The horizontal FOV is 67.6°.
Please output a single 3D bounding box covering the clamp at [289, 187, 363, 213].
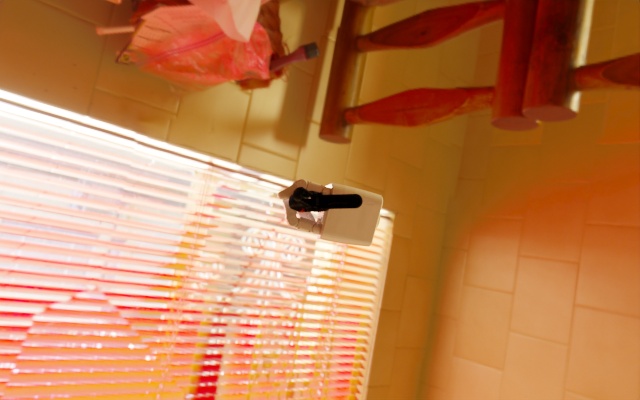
[{"bbox_3d":[0.000,0.003,0.852,0.120,0.039,0.171,12,-6,-10],"label":"clamp"}]
